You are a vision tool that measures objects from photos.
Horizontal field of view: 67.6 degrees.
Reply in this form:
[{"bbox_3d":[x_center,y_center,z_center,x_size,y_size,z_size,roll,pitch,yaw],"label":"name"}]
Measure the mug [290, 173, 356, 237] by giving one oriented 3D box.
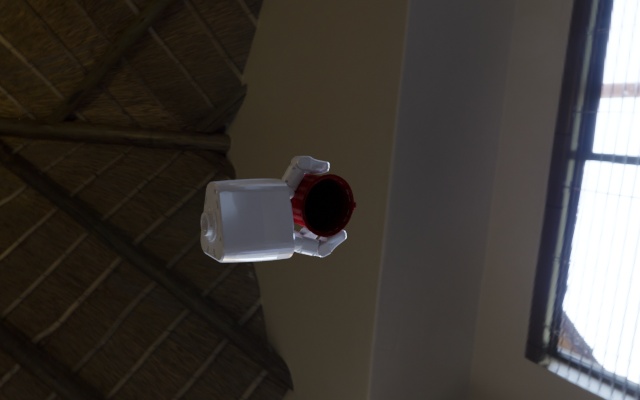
[{"bbox_3d":[0.001,0.002,0.736,0.117,0.093,0.081,1,8,-34],"label":"mug"}]
